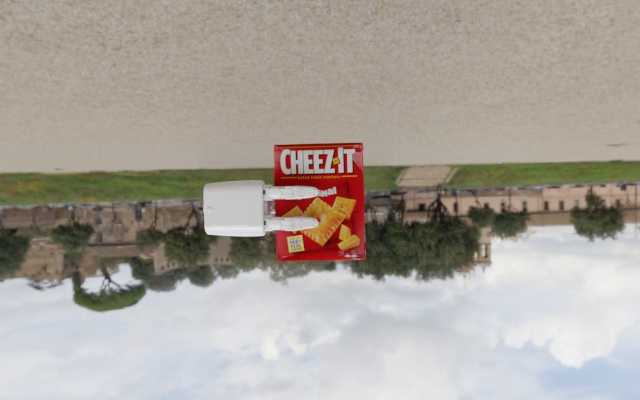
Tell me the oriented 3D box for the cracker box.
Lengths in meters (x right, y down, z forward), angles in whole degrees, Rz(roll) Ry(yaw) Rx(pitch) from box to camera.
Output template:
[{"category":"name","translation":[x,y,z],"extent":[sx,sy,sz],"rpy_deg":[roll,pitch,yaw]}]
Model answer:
[{"category":"cracker box","translation":[0.000,0.003,0.880],"extent":[0.164,0.213,0.072],"rpy_deg":[-1,2,4]}]
